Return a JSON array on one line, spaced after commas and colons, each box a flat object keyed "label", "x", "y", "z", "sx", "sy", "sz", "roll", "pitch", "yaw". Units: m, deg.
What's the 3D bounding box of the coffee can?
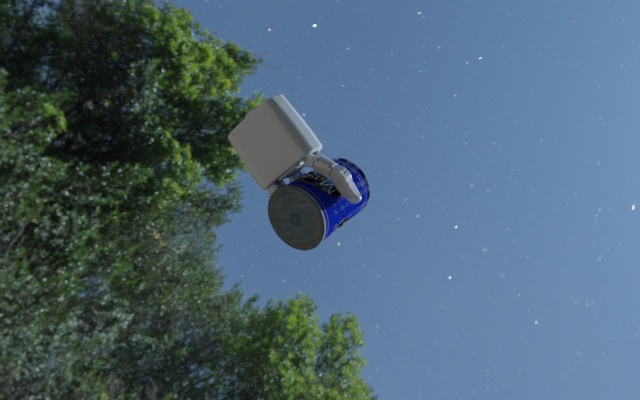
[{"label": "coffee can", "x": 0.000, "y": 0.003, "z": 0.753, "sx": 0.103, "sy": 0.103, "sz": 0.140, "roll": 0, "pitch": 22, "yaw": 36}]
